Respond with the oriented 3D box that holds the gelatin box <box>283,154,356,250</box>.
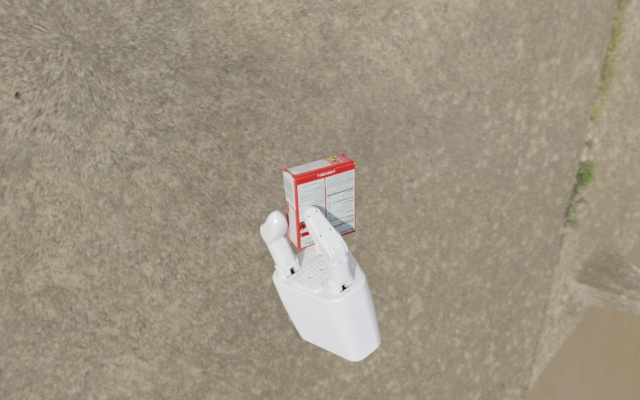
[{"bbox_3d":[0.000,0.002,0.512,0.073,0.089,0.030,-17,33,-24],"label":"gelatin box"}]
